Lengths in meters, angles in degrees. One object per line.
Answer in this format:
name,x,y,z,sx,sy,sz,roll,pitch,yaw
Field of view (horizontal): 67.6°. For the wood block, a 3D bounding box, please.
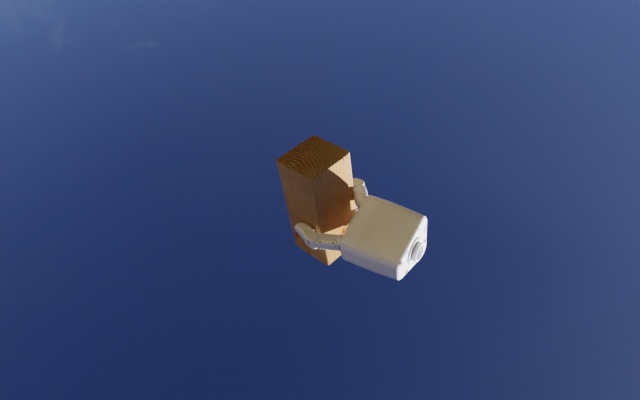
wood block,0.000,0.003,0.844,0.090,0.206,0.090,-37,49,-28
